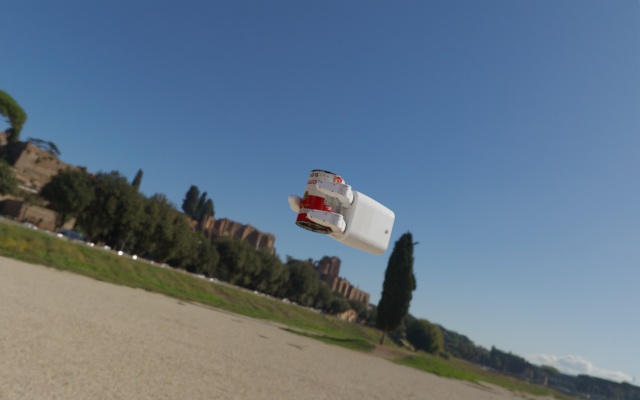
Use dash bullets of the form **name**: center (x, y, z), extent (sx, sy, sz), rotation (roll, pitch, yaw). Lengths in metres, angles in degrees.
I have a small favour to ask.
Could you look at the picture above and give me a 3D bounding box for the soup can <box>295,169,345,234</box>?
- **soup can**: center (0.000, 0.002, 0.870), extent (0.068, 0.102, 0.068), rotation (15, -14, 4)
